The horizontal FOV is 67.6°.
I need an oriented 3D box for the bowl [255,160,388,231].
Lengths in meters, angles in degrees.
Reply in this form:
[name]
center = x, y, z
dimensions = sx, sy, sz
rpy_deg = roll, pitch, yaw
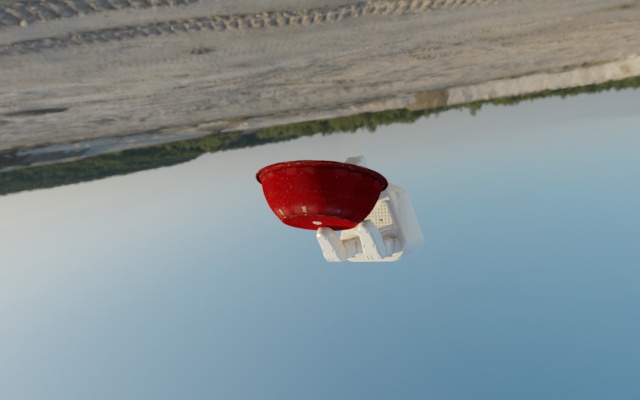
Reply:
[bowl]
center = -0.001, 0.002, 0.577
dimensions = 0.162, 0.055, 0.162
rpy_deg = 4, -14, 1
